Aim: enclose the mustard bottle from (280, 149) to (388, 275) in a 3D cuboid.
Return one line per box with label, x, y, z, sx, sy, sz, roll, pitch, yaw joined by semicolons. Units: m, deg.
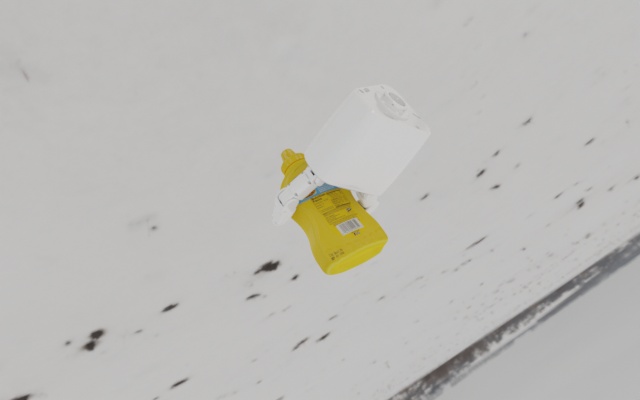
mustard bottle;0.000;0.003;0.640;0.096;0.191;0.058;-21;-28;-27
